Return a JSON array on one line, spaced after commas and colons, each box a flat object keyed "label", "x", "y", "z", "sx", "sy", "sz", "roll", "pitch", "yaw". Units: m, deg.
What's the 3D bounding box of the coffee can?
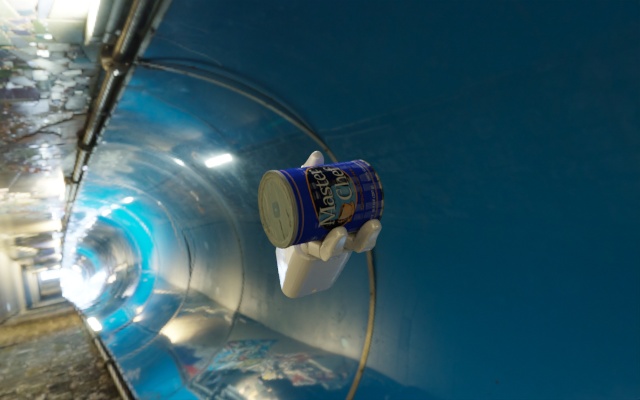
[{"label": "coffee can", "x": 0.000, "y": 0.002, "z": 0.650, "sx": 0.140, "sy": 0.103, "sz": 0.103, "roll": -10, "pitch": 5, "yaw": -30}]
